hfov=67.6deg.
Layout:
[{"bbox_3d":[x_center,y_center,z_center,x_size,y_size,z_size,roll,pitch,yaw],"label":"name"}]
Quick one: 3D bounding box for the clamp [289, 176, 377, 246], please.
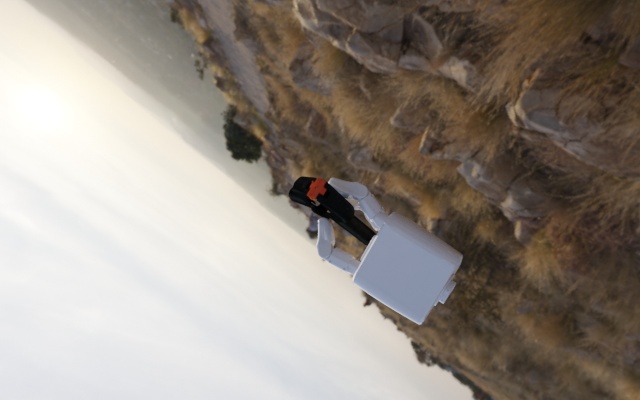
[{"bbox_3d":[0.000,0.003,0.698,0.164,0.036,0.210,29,-7,19],"label":"clamp"}]
